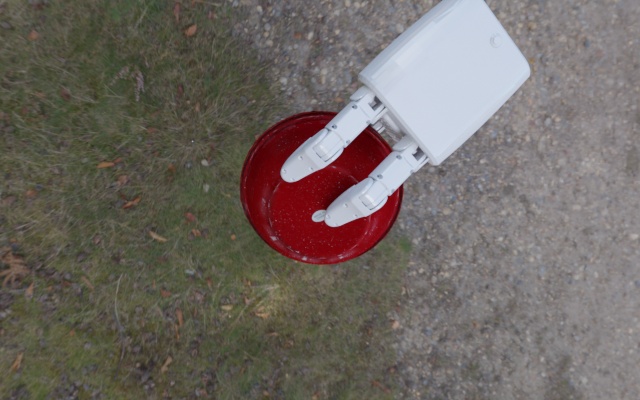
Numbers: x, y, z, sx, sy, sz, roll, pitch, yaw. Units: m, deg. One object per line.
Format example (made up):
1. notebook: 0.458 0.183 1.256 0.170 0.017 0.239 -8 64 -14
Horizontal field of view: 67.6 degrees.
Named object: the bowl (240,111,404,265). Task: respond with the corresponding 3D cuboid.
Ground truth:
1. bowl: -0.001 0.003 0.447 0.162 0.162 0.055 0 22 2
